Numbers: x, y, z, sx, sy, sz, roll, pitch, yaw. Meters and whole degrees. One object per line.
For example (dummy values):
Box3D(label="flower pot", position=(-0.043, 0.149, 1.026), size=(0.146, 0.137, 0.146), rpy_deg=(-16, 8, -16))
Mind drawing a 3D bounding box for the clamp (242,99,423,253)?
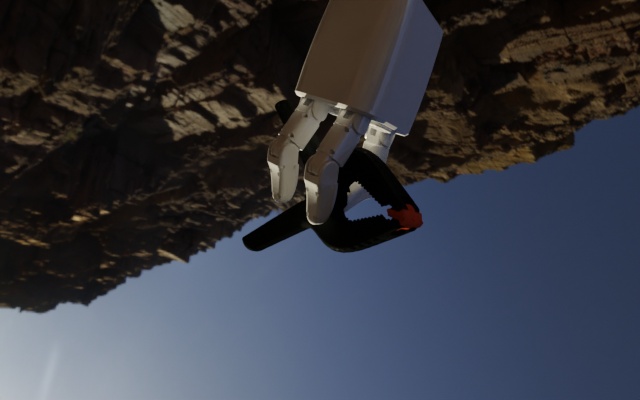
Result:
Box3D(label="clamp", position=(0.001, 0.002, 0.452), size=(0.036, 0.164, 0.210), rpy_deg=(9, 13, -44))
